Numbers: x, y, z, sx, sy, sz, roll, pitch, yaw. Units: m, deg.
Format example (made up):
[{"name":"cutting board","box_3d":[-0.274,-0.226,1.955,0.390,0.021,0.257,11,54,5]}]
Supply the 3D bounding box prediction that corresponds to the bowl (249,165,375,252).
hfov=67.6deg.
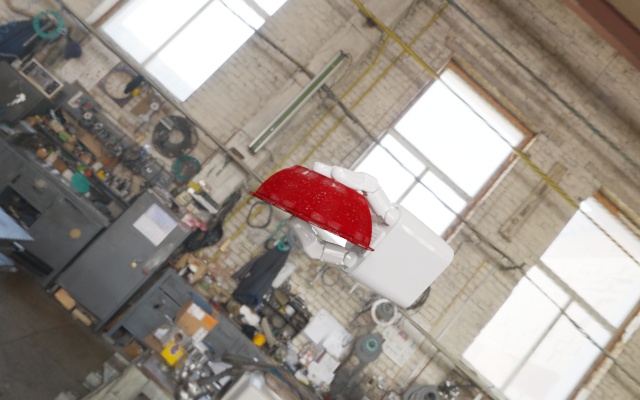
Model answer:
[{"name":"bowl","box_3d":[-0.001,0.001,0.561,0.162,0.055,0.162,25,-1,1]}]
